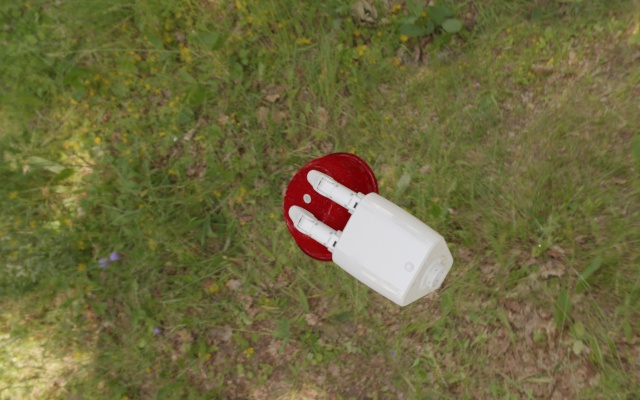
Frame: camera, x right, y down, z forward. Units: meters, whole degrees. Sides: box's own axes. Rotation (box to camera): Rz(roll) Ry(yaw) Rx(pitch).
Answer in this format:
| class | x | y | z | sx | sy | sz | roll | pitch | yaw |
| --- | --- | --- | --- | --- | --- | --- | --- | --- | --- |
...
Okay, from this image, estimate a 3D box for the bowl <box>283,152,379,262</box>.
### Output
| class | x | y | z | sx | sy | sz | roll | pitch | yaw |
| --- | --- | --- | --- | --- | --- | --- | --- | --- | --- |
| bowl | -0.001 | 0.002 | 0.669 | 0.162 | 0.162 | 0.055 | 0 | -13 | 40 |
